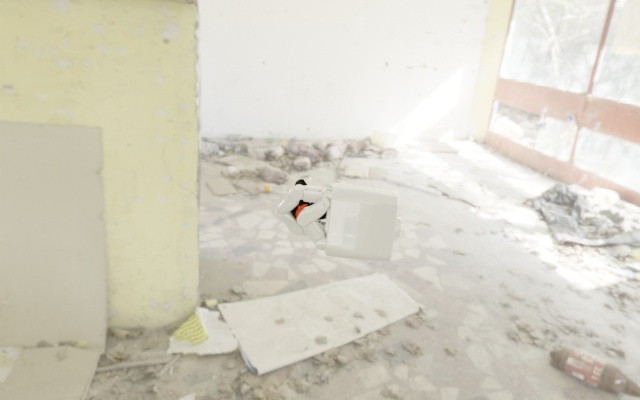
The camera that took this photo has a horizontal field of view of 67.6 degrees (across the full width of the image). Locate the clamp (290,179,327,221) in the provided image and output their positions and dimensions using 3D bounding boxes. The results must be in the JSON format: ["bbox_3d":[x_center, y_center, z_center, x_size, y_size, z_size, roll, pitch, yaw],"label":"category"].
[{"bbox_3d":[0.000,0.002,0.854,0.120,0.039,0.171,7,21,6],"label":"clamp"}]
